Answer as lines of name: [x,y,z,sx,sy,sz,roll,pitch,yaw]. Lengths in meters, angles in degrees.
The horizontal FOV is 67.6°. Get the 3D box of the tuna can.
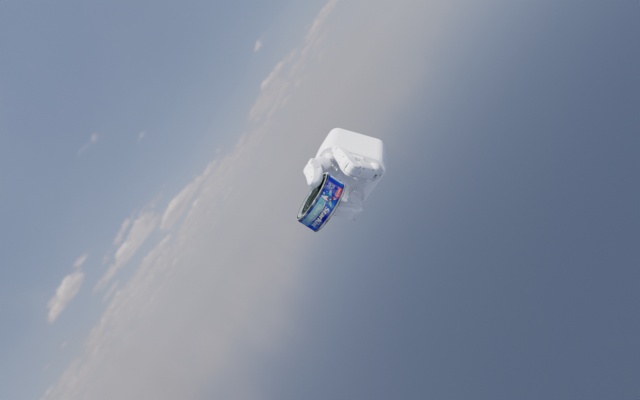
tuna can: [0.000,0.002,0.715,0.034,0.086,0.086,32,-7,-11]
